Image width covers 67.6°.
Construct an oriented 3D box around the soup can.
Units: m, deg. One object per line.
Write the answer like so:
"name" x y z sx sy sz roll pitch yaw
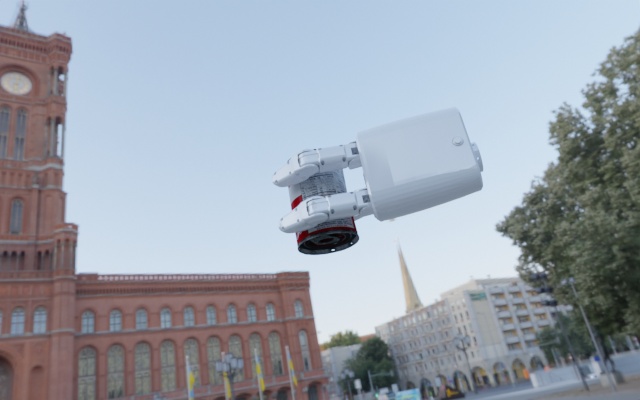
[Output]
"soup can" 0.000 0.002 0.534 0.068 0.102 0.068 -9 -23 -4
